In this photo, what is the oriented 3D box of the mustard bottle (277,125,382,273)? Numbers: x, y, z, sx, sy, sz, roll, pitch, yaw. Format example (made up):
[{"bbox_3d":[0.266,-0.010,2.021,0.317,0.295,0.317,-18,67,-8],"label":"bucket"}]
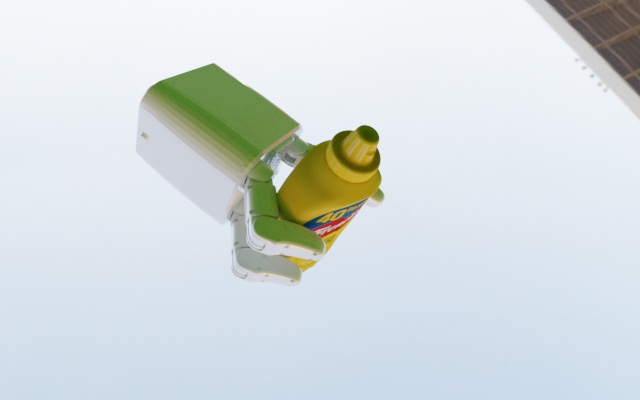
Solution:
[{"bbox_3d":[0.000,0.002,0.411,0.096,0.058,0.192,-21,-21,-33],"label":"mustard bottle"}]
